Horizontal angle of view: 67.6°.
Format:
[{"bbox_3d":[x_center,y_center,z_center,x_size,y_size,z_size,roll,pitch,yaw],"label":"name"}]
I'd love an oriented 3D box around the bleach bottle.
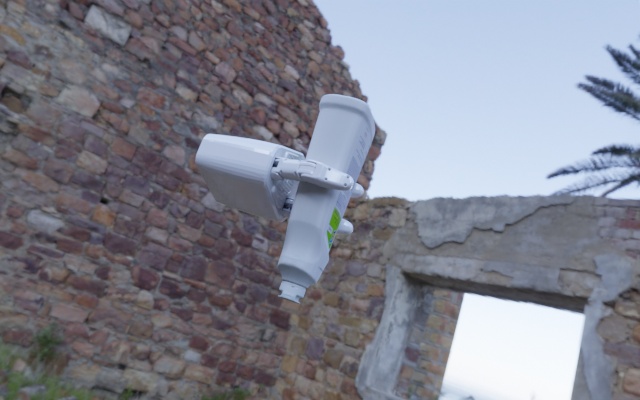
[{"bbox_3d":[0.000,0.002,0.595,0.068,0.250,0.103,14,-15,19],"label":"bleach bottle"}]
